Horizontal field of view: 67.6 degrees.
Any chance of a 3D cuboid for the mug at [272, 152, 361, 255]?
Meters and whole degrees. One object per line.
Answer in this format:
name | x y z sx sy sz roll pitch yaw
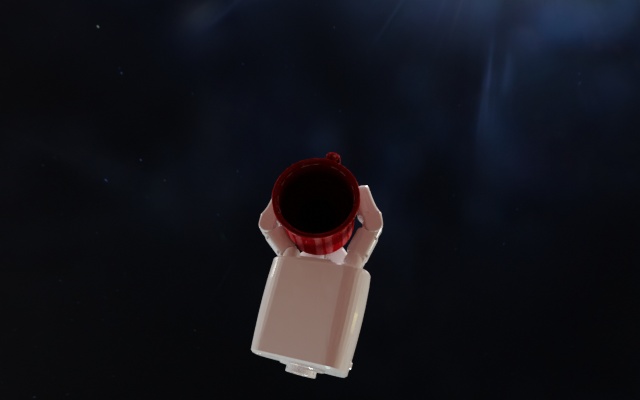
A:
mug | 0.000 0.001 0.540 0.093 0.117 0.081 12 -23 8
